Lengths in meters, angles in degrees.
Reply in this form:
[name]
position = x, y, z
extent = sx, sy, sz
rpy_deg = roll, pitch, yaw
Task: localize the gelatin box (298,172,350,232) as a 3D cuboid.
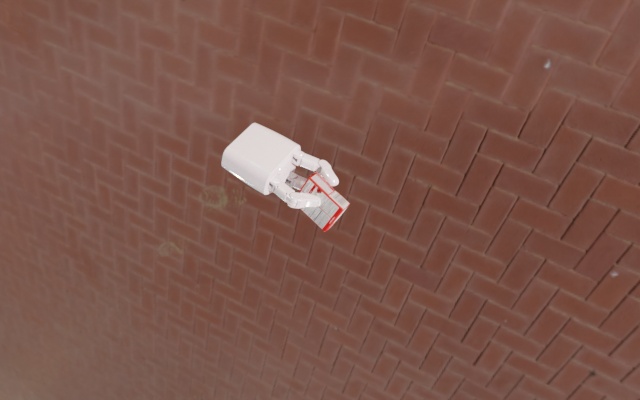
[gelatin box]
position = 0.000, 0.003, 0.887
extent = 0.030, 0.089, 0.073
rpy_deg = -38, -12, -48
